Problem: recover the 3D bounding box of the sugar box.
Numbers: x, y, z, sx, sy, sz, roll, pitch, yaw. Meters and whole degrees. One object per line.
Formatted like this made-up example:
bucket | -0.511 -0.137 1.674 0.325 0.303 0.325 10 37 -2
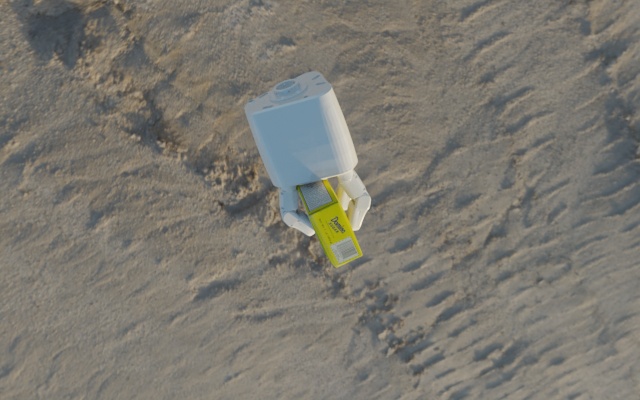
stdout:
sugar box | 0.001 0.002 0.652 0.048 0.093 0.176 -24 33 2
